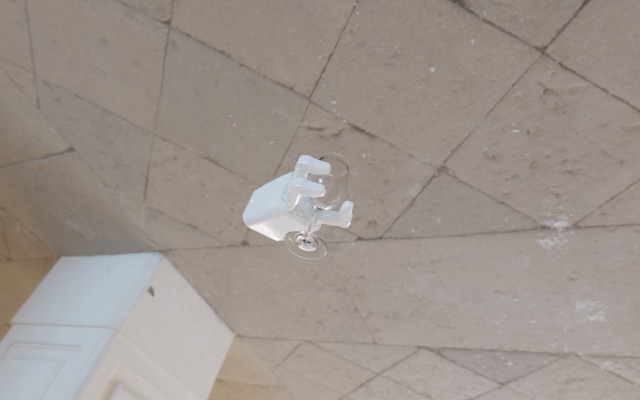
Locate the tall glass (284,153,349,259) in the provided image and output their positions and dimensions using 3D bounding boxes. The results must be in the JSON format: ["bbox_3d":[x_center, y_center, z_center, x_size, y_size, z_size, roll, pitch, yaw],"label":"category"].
[{"bbox_3d":[0.000,0.003,0.847,0.079,0.201,0.079,11,-41,10],"label":"tall glass"}]
